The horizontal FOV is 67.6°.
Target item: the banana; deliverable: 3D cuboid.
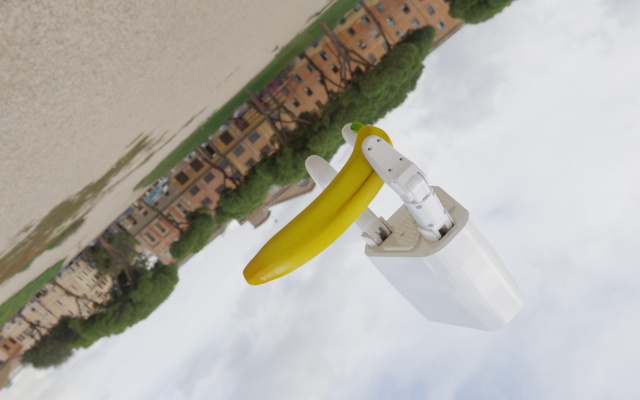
[{"bbox_3d":[0.013,-0.004,0.398,0.069,0.037,0.197,-13,33,50],"label":"banana"}]
